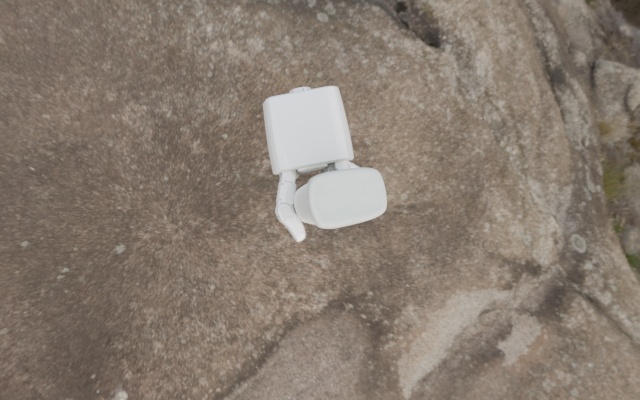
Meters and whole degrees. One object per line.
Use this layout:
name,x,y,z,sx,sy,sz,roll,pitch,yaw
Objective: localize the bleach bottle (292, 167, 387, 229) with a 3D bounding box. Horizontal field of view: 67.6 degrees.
bleach bottle,0.000,0.002,0.682,0.102,0.068,0.251,-10,0,-17
